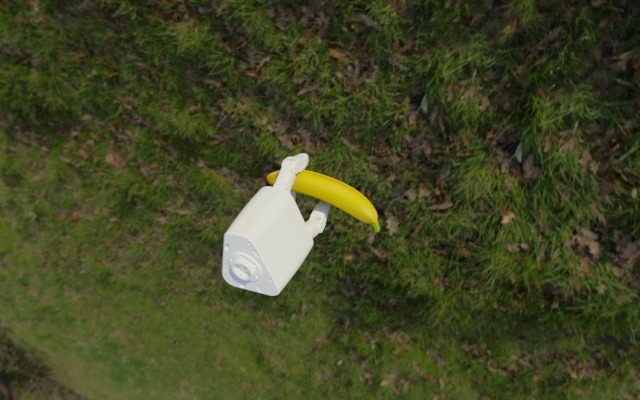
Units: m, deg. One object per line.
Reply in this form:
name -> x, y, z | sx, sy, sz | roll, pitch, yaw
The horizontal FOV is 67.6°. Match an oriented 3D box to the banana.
banana -> 0.008, -0.008, 0.733 | 0.198, 0.070, 0.037 | 26, 47, 4
